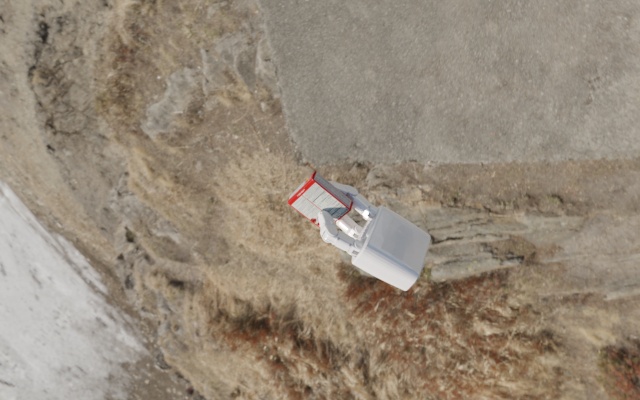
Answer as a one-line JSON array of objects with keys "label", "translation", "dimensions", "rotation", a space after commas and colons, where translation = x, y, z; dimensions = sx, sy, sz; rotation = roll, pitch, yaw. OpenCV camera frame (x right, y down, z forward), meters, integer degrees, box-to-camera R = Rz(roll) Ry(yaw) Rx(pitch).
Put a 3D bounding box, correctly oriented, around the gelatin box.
[{"label": "gelatin box", "translation": [0.000, 0.003, 0.825], "dimensions": [0.073, 0.089, 0.030], "rotation": [-42, 18, 34]}]
